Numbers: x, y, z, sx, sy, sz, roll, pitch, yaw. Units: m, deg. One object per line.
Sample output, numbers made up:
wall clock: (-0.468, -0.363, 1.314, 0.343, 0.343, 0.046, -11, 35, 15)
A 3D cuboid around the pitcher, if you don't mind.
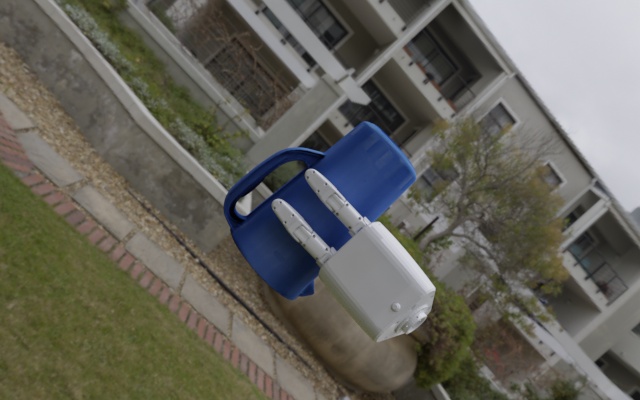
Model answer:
pitcher: (0.000, 0.002, 0.645, 0.243, 0.145, 0.149, -42, -28, 3)
